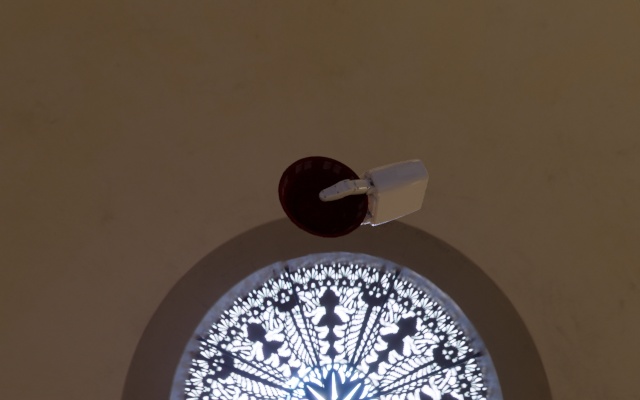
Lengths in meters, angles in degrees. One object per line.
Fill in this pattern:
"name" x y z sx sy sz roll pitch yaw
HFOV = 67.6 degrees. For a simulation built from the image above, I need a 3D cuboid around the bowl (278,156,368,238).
"bowl" -0.001 0.003 0.846 0.162 0.162 0.055 0 -29 -17
